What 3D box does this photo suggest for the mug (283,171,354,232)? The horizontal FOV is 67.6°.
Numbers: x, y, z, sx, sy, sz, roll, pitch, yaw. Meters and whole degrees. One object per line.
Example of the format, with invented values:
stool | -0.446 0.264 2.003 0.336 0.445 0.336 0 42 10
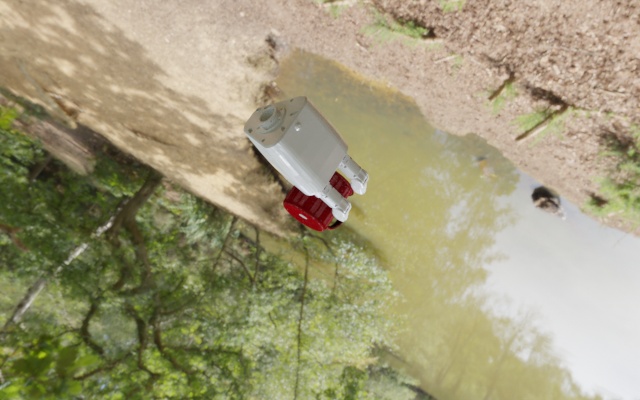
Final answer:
mug | 0.001 0.004 0.774 0.093 0.081 0.117 15 -24 49
